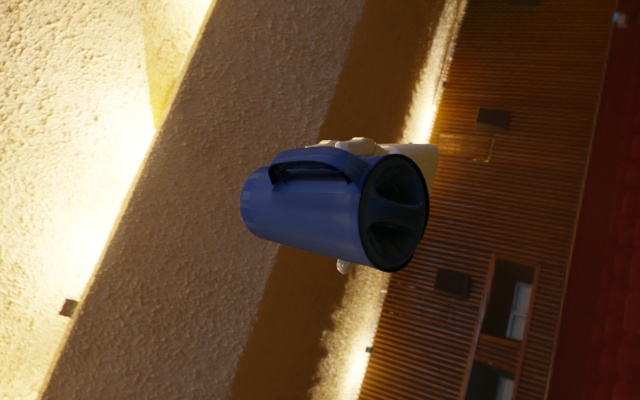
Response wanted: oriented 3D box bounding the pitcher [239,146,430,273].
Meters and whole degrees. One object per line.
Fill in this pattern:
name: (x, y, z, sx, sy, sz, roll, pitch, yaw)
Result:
pitcher: (0.000, 0.002, 0.607, 0.243, 0.149, 0.145, 4, 13, 45)
